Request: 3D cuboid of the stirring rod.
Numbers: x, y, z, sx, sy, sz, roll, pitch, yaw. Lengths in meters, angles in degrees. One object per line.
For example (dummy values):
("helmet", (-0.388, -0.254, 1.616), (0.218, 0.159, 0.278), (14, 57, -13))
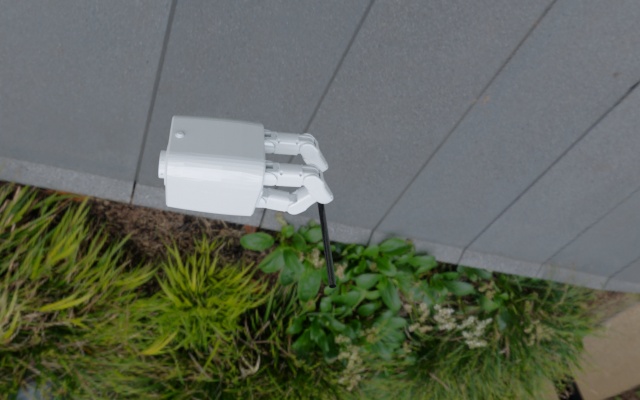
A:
("stirring rod", (0.000, 0.002, 0.588), (0.011, 0.239, 0.011), (-5, -41, -4))
